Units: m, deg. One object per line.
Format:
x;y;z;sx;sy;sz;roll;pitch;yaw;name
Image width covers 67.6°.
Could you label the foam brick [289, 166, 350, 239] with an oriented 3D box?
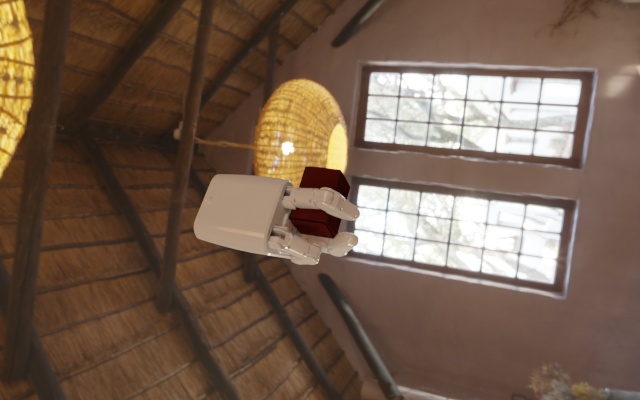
0.000;0.002;0.617;0.051;0.078;0.053;8;-24;22;foam brick
